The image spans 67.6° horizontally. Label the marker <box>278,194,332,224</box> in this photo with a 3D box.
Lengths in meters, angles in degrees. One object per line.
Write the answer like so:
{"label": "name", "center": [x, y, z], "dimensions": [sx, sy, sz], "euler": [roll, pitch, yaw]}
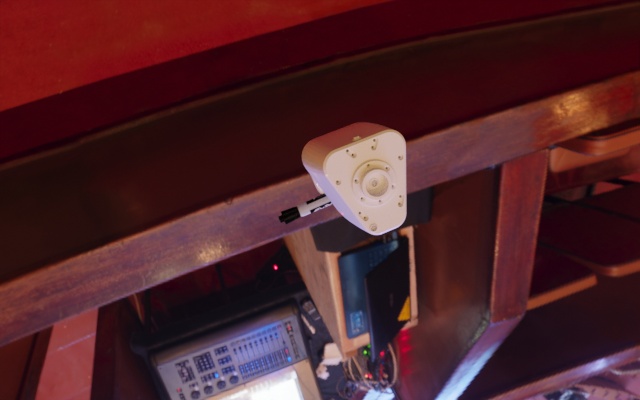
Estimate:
{"label": "marker", "center": [0.000, 0.002, 0.646], "dimensions": [0.121, 0.020, 0.020], "euler": [-23, 3, -7]}
